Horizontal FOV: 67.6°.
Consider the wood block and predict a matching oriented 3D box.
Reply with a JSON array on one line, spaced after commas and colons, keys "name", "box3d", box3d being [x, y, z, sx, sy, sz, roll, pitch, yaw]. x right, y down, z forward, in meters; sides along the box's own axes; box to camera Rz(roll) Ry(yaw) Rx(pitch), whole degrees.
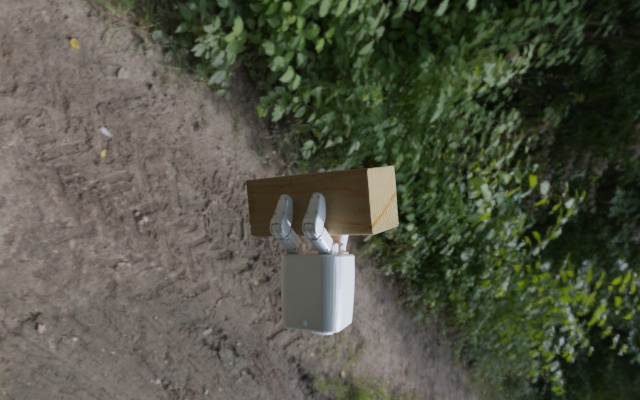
[{"name": "wood block", "box3d": [0.000, 0.003, 0.708, 0.206, 0.090, 0.091, -3, 4, 32]}]
